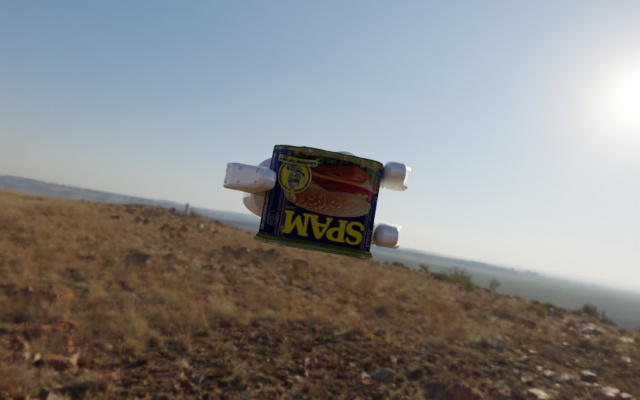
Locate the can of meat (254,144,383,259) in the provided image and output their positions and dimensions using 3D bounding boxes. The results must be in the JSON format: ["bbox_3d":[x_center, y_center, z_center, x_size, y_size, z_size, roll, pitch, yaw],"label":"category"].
[{"bbox_3d":[0.000,0.001,0.415,0.102,0.084,0.057,10,-4,-12],"label":"can of meat"}]
